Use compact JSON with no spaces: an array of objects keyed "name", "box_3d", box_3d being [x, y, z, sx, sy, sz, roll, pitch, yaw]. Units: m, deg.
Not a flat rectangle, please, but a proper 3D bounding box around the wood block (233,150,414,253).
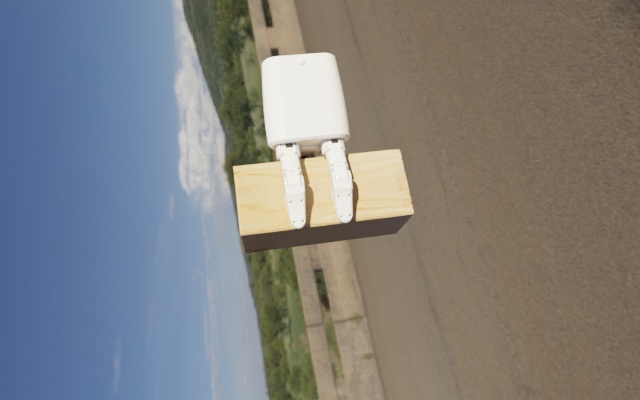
[{"name":"wood block","box_3d":[0.000,0.002,0.607,0.206,0.090,0.091,-7,-18,-8]}]
